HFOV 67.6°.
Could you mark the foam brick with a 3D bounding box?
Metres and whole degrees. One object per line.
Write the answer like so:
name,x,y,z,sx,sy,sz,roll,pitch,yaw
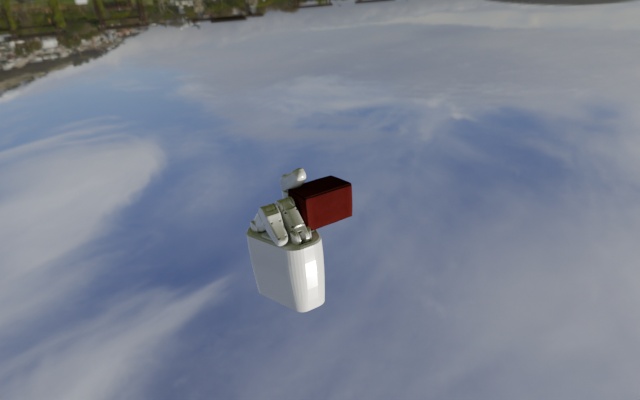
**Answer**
foam brick,0.000,0.002,0.683,0.078,0.051,0.053,-18,25,-27
